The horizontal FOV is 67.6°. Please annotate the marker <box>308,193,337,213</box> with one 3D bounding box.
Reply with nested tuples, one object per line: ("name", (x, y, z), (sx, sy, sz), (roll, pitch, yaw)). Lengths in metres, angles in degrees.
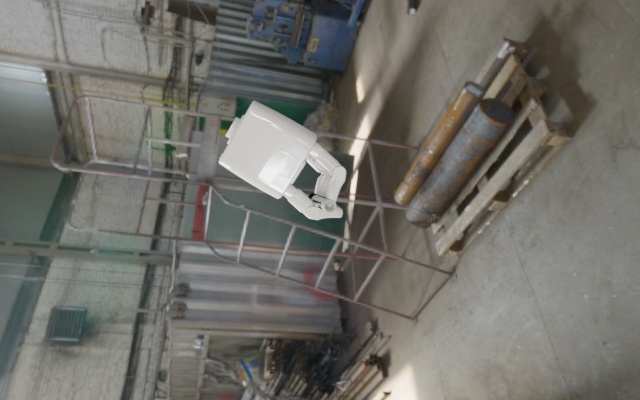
("marker", (0.000, 0.002, 0.702), (0.020, 0.020, 0.121), (0, 5, -12))
